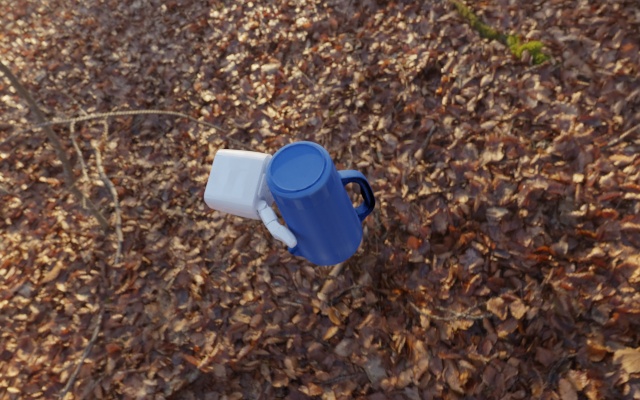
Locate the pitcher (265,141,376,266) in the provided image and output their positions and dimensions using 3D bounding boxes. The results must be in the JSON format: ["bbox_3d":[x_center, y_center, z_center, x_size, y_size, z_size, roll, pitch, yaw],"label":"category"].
[{"bbox_3d":[0.000,0.003,0.832,0.145,0.149,0.243,12,-26,21],"label":"pitcher"}]
